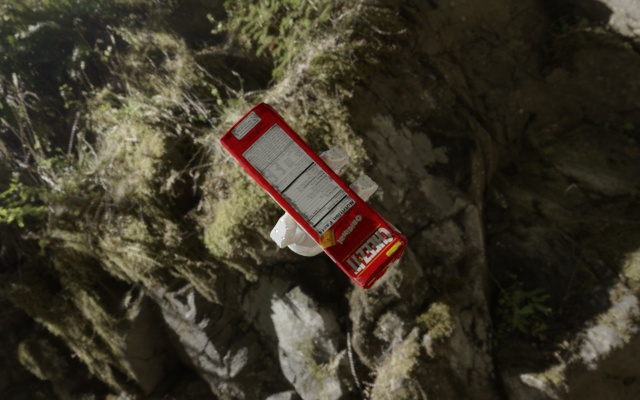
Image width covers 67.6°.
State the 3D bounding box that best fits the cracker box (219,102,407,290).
[{"bbox_3d":[0.000,0.002,0.548,0.213,0.072,0.164,45,-2,13],"label":"cracker box"}]
